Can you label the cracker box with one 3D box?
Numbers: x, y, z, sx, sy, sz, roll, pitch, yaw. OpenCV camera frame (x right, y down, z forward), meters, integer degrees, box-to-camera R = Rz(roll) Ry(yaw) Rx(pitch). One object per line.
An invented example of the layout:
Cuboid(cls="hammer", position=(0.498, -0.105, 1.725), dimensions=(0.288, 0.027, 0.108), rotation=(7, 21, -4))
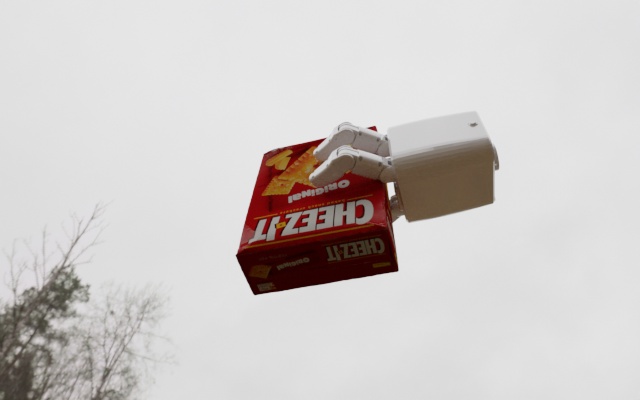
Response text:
Cuboid(cls="cracker box", position=(0.000, 0.002, 0.576), dimensions=(0.164, 0.072, 0.213), rotation=(-12, 34, 12))
